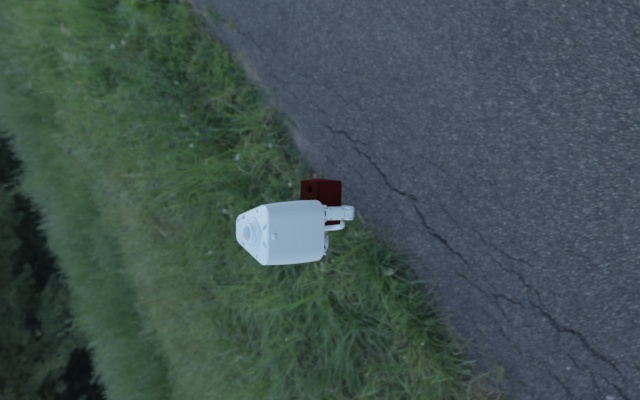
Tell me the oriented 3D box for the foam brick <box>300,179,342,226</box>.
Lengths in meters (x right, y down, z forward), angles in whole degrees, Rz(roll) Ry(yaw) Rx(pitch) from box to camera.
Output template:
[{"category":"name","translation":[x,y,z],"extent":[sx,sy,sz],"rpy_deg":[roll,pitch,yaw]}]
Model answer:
[{"category":"foam brick","translation":[0.000,0.002,0.819],"extent":[0.051,0.078,0.053],"rpy_deg":[-2,5,-37]}]
